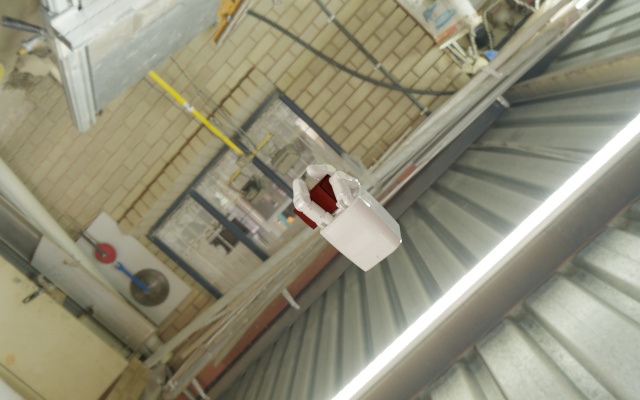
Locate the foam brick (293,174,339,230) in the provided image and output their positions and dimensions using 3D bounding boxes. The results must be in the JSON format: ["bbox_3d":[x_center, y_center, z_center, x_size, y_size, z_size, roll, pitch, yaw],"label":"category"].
[{"bbox_3d":[0.000,0.003,0.835,0.078,0.051,0.053,-43,8,33],"label":"foam brick"}]
